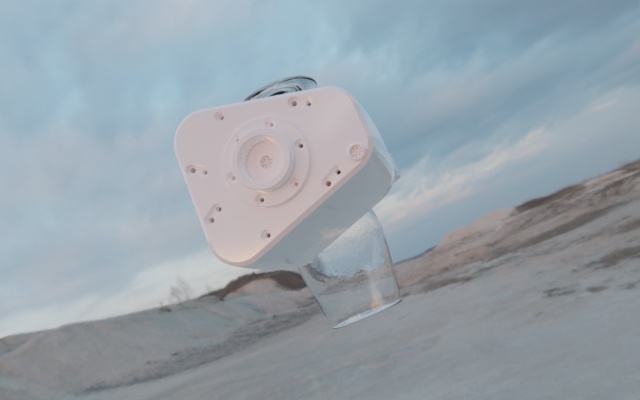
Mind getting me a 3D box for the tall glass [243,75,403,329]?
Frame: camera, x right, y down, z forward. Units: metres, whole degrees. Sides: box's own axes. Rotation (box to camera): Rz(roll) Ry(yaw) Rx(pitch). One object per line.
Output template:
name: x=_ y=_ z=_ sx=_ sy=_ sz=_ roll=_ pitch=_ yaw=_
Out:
tall glass: x=0.000 y=0.001 z=0.402 sx=0.079 sy=0.201 sz=0.079 roll=-22 pitch=-10 yaw=-4
